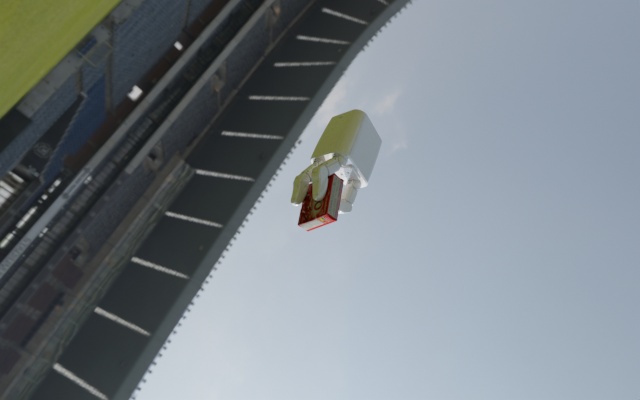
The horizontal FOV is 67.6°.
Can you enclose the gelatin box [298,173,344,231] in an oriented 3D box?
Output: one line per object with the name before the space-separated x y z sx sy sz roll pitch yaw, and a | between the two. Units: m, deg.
gelatin box | 0.000 0.003 0.838 0.073 0.089 0.030 -22 -44 40
